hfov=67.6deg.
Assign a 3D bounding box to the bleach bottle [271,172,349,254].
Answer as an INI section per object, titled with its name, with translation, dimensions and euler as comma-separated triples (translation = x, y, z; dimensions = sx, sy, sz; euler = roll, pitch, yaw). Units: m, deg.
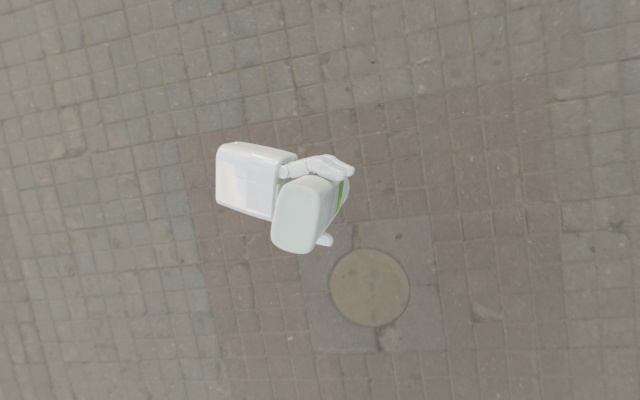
[bleach bottle]
translation = 0.000, 0.002, 0.771
dimensions = 0.068, 0.102, 0.251
euler = 15, 14, 13
